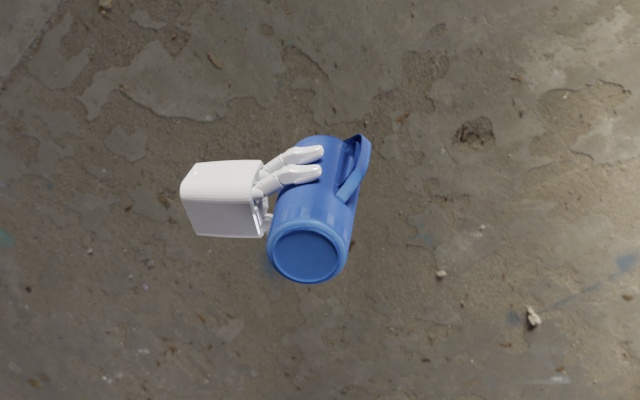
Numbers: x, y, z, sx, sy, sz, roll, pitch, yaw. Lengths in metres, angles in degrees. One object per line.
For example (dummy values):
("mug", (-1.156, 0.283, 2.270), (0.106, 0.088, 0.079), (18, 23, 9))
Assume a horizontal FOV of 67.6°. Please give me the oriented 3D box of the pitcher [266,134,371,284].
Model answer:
("pitcher", (0.000, 0.002, 0.712), (0.145, 0.149, 0.242), (2, 32, 6))
